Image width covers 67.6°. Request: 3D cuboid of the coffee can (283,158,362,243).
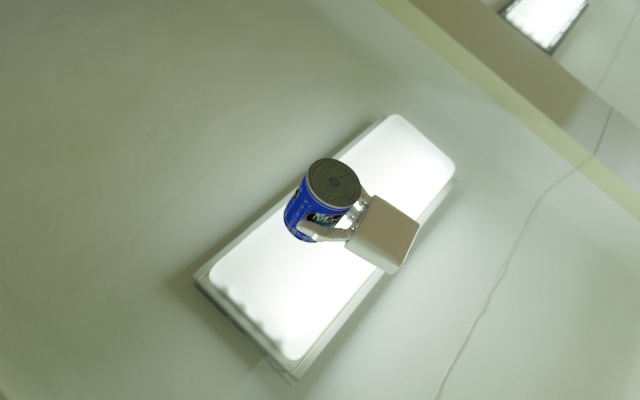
[{"bbox_3d":[0.000,0.003,0.885,0.103,0.102,0.140,0,-31,-25],"label":"coffee can"}]
